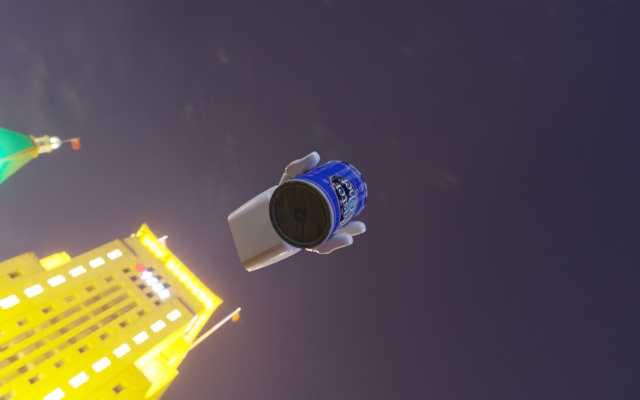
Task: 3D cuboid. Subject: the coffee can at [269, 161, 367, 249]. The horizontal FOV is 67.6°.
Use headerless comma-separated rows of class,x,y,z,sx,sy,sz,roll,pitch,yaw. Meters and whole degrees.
coffee can,0.000,0.002,0.733,0.103,0.103,0.140,0,16,27
